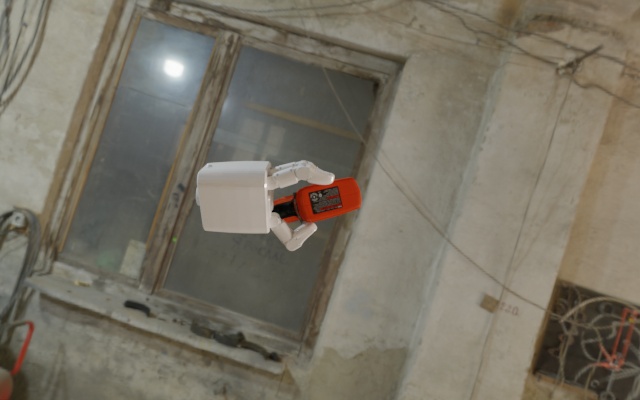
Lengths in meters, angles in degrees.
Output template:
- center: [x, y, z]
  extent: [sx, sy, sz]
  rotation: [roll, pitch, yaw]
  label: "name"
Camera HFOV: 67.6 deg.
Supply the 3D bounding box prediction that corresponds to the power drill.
- center: [0.000, 0.003, 0.829]
  extent: [0.184, 0.057, 0.187]
  rotation: [-16, -1, -19]
  label: "power drill"
